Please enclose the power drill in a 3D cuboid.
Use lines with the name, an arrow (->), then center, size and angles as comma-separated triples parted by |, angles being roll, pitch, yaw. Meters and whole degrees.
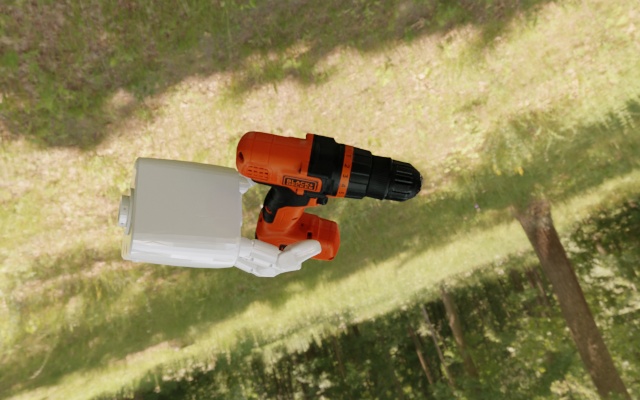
power drill -> 0.000, 0.002, 0.527 | 0.184, 0.057, 0.188 | 12, -33, -2
